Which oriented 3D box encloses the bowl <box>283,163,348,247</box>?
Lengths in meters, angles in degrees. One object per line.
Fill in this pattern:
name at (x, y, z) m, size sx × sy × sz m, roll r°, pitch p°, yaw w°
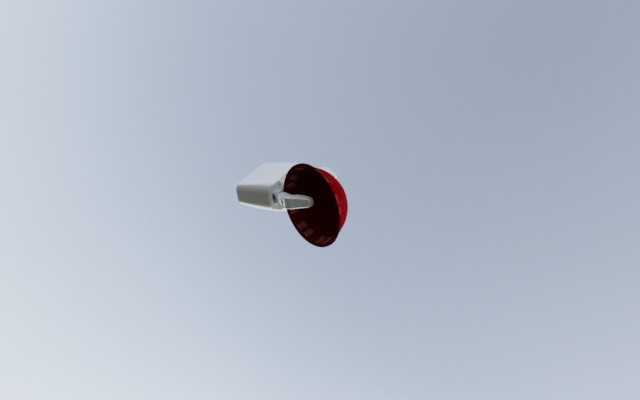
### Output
bowl at (0.001, 0.003, 0.891) m, size 0.055 × 0.162 × 0.162 m, roll -21°, pitch 13°, yaw -36°
